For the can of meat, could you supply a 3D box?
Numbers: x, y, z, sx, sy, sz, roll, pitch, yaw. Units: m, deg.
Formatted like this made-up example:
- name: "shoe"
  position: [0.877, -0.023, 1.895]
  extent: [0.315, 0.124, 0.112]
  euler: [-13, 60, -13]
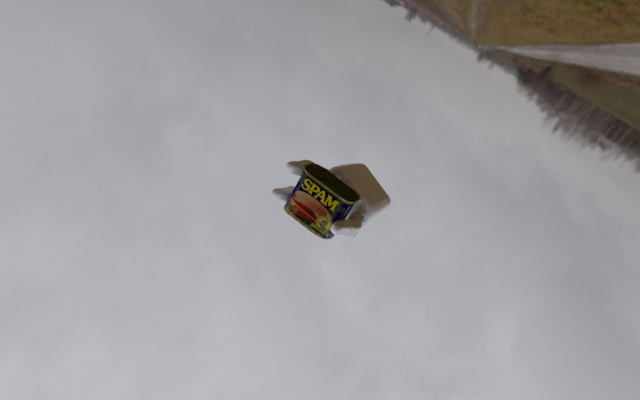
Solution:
- name: "can of meat"
  position: [0.000, 0.003, 0.781]
  extent: [0.102, 0.084, 0.057]
  euler: [37, 26, 14]
